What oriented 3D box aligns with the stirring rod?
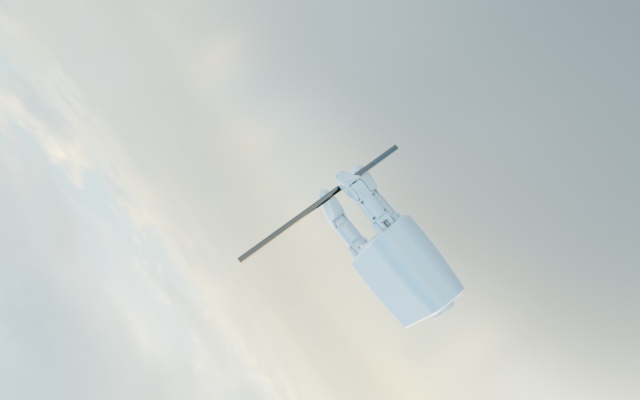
[{"bbox_3d":[0.000,0.002,0.584,0.239,0.011,0.011,-36,7,-10],"label":"stirring rod"}]
